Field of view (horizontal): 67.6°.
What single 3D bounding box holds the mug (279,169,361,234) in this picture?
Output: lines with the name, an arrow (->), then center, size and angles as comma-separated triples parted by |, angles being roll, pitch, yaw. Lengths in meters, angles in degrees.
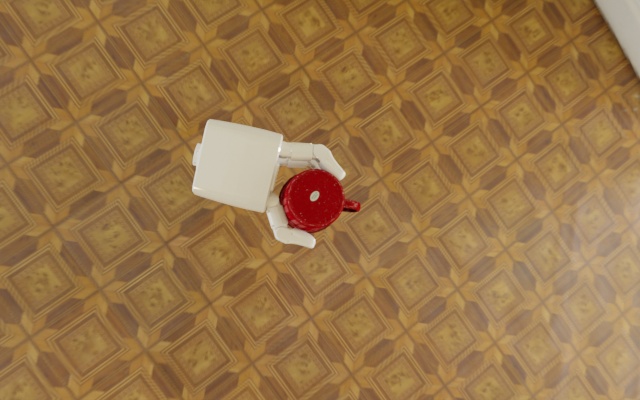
mug -> 0.002, 0.003, 0.682 | 0.117, 0.093, 0.081 | 11, -6, -7
